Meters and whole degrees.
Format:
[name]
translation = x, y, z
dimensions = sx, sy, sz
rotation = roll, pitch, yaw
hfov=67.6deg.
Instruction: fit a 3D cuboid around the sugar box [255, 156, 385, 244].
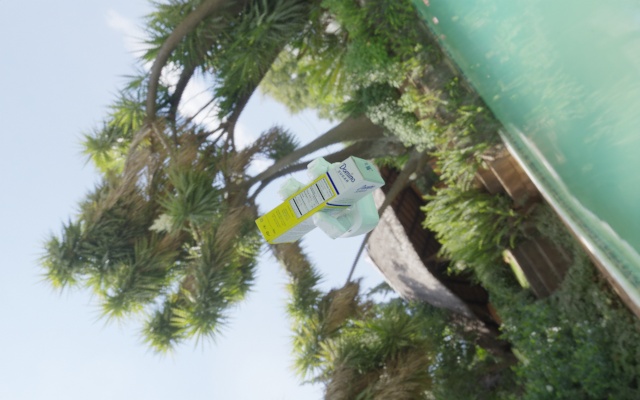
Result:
[sugar box]
translation = 0.000, 0.002, 0.700
dimensions = 0.176, 0.048, 0.093
rotation = -36, -16, 19
